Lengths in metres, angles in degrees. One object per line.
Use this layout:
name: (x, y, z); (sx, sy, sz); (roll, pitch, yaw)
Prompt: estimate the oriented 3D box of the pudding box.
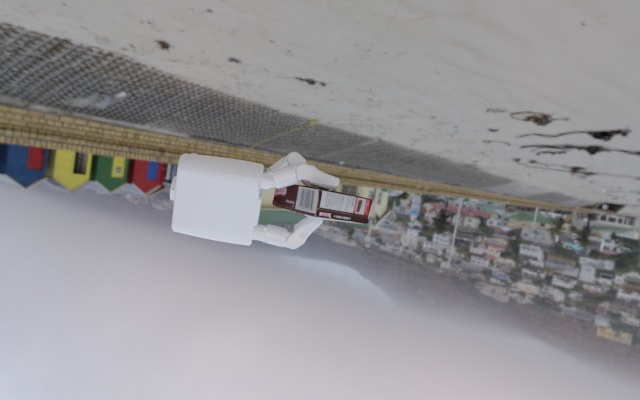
pudding box: (0.000, 0.002, 0.650); (0.090, 0.039, 0.113); (9, 4, -35)
